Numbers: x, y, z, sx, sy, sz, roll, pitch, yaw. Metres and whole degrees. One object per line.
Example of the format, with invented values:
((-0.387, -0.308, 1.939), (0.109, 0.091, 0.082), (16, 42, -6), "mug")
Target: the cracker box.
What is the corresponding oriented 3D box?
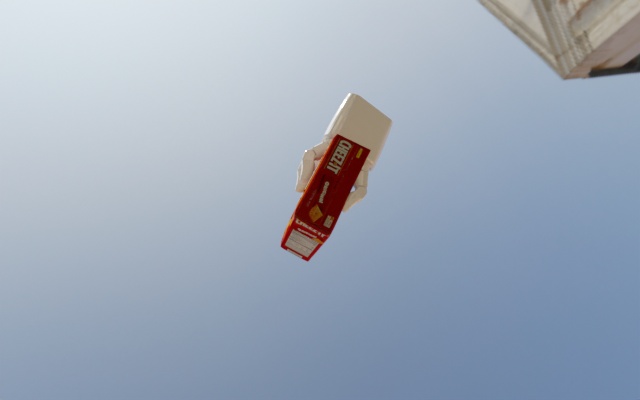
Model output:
((0.000, 0.003, 0.840), (0.072, 0.164, 0.214), (27, -21, -1), "cracker box")
